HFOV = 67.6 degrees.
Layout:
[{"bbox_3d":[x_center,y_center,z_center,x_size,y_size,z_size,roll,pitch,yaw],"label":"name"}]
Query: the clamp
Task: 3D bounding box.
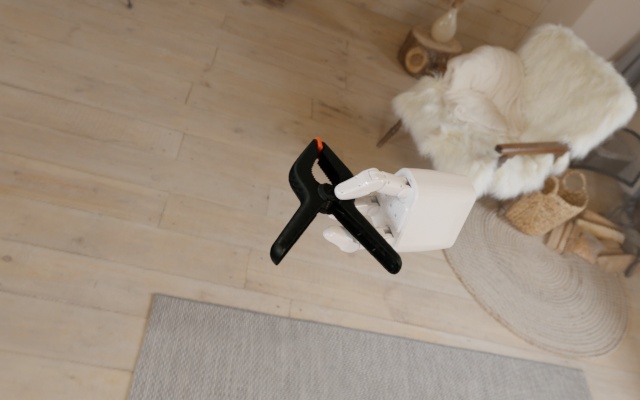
[{"bbox_3d":[0.000,0.001,0.599,0.164,0.209,0.036,3,-40,-27],"label":"clamp"}]
